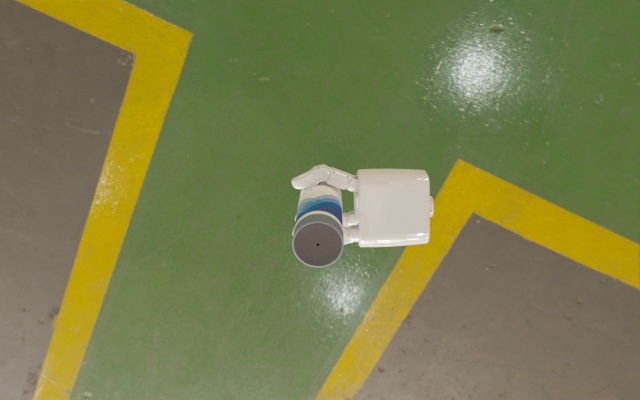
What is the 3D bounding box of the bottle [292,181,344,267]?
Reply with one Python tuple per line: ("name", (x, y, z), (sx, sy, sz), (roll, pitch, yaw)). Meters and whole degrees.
("bottle", (0.000, 0.003, 0.745), (0.069, 0.069, 0.295), (0, 22, 1))
